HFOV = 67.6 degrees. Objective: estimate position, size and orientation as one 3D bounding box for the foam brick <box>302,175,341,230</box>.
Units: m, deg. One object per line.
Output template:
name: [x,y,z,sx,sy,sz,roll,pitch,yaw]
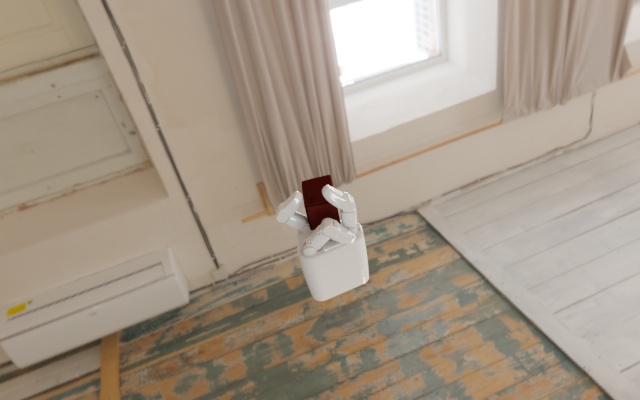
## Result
foam brick: [0.000,0.002,0.800,0.053,0.051,0.078,-12,36,3]
